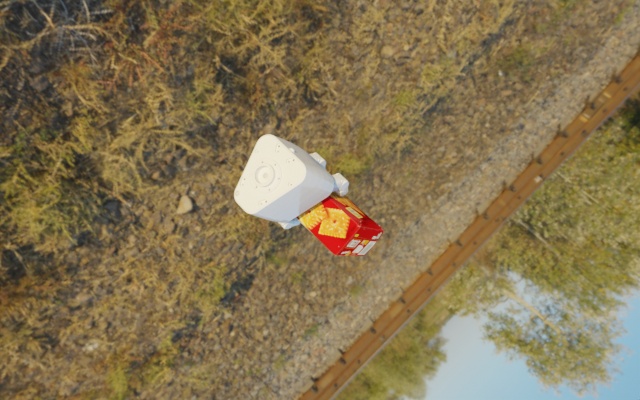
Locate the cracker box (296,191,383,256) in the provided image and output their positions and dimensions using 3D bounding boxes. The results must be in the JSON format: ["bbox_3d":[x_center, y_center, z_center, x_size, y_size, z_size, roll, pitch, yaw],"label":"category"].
[{"bbox_3d":[0.000,0.003,0.841,0.213,0.072,0.164,44,10,20],"label":"cracker box"}]
